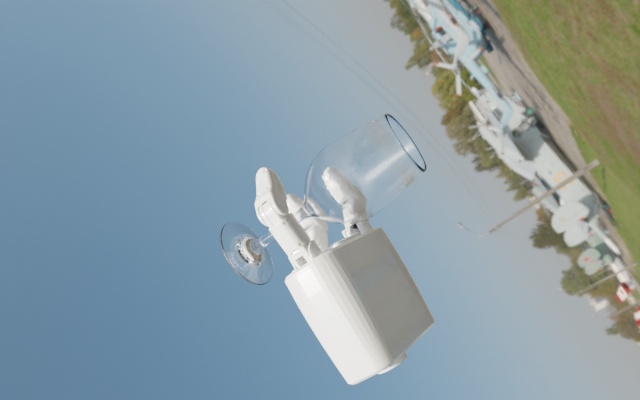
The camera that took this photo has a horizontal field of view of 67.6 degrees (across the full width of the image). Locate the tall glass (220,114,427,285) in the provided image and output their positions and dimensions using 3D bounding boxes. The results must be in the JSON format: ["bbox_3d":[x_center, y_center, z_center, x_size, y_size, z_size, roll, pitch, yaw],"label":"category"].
[{"bbox_3d":[-0.001,0.002,0.456,0.201,0.079,0.079,-35,-15,22],"label":"tall glass"}]
